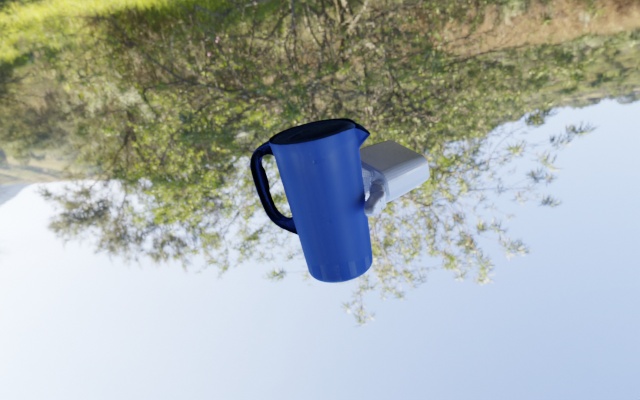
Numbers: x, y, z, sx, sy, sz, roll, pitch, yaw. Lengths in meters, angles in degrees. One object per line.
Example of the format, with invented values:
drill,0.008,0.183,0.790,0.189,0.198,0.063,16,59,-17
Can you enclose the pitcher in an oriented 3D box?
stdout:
pitcher,0.000,0.002,0.747,0.145,0.243,0.149,-26,24,-33
